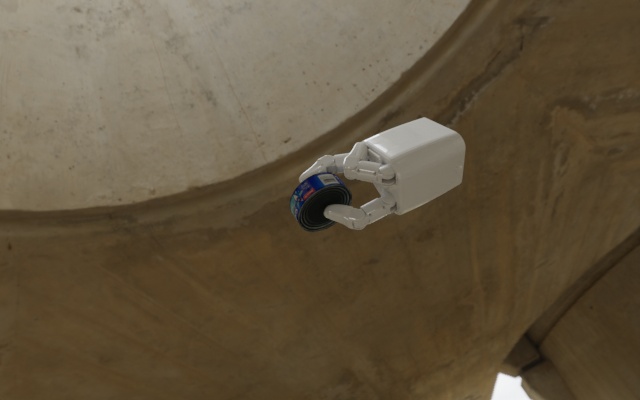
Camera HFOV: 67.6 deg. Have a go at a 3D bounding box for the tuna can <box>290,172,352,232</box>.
[{"bbox_3d":[0.000,0.002,0.676,0.086,0.086,0.033,0,40,-38],"label":"tuna can"}]
